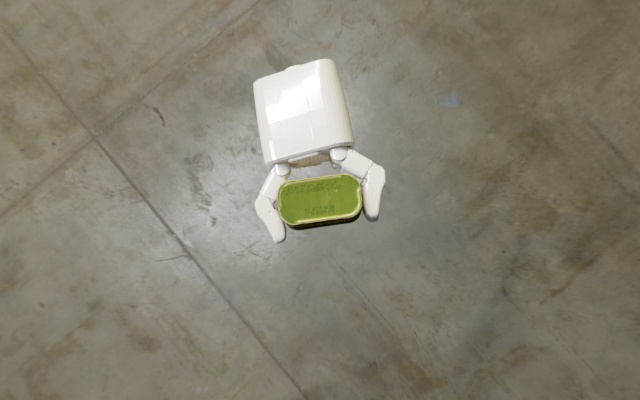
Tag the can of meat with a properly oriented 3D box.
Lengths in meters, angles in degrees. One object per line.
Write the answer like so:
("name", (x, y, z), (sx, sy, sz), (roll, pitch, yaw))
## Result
("can of meat", (0.000, 0.002, 0.576), (0.102, 0.057, 0.084), (-8, -6, 1))
